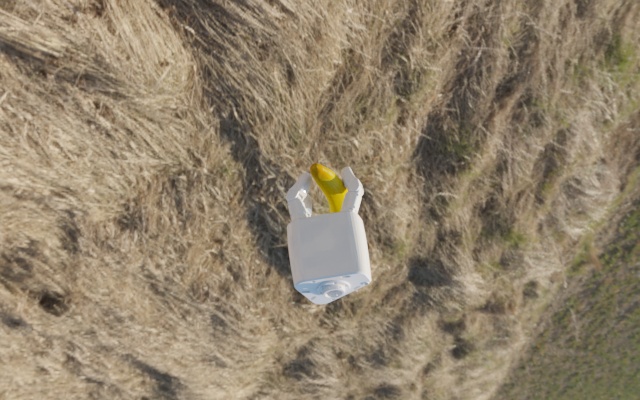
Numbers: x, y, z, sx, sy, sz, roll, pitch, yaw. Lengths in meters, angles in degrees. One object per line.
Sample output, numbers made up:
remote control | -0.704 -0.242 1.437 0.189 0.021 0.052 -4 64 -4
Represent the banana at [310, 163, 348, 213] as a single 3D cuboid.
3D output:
banana | 0.019 0.004 0.817 0.069 0.037 0.198 -2 -34 -1
